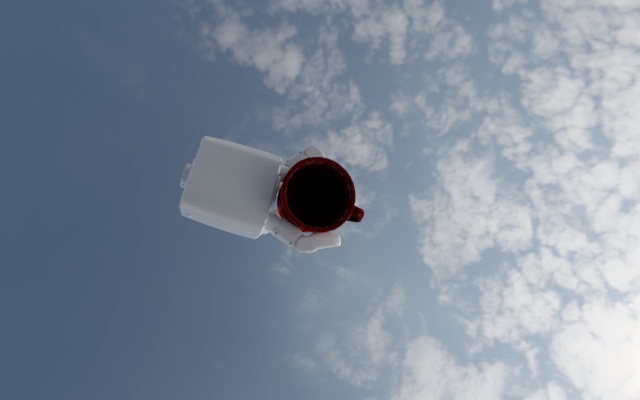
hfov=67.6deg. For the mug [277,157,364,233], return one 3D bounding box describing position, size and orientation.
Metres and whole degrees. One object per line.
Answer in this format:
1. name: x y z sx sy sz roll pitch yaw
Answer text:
1. mug: 0.001 0.002 0.616 0.117 0.093 0.081 18 -12 -11
